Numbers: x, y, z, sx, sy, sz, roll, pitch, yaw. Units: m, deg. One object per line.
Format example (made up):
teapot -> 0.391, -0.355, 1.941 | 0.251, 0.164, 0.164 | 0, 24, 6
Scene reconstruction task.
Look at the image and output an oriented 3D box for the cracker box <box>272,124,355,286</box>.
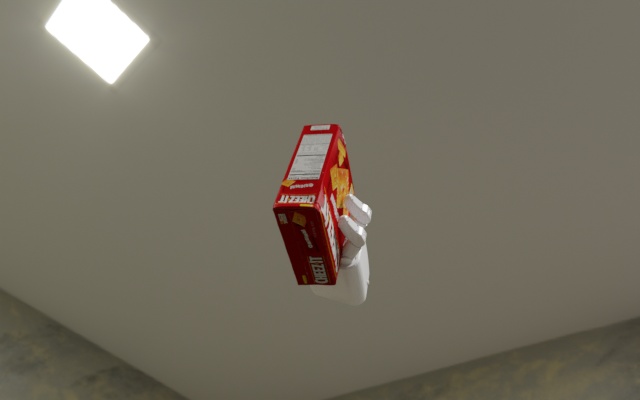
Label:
cracker box -> 0.000, 0.002, 0.765 | 0.072, 0.164, 0.213 | -2, 40, 15
